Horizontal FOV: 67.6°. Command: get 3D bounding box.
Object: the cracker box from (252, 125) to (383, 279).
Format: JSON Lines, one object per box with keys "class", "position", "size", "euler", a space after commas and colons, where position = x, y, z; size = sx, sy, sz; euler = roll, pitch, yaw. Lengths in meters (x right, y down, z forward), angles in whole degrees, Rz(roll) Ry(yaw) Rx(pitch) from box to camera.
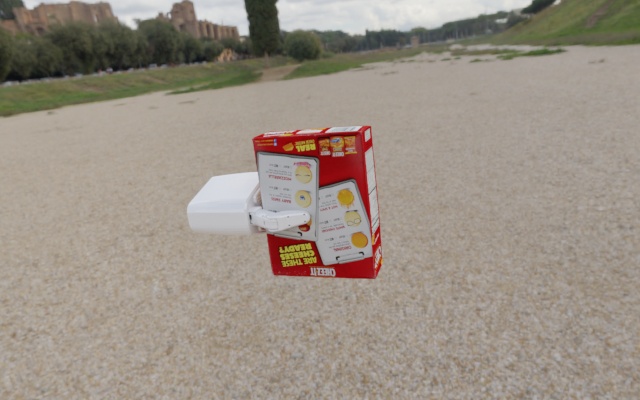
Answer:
{"class": "cracker box", "position": [0.000, 0.002, 0.701], "size": [0.164, 0.214, 0.072], "euler": [-1, 17, 20]}
